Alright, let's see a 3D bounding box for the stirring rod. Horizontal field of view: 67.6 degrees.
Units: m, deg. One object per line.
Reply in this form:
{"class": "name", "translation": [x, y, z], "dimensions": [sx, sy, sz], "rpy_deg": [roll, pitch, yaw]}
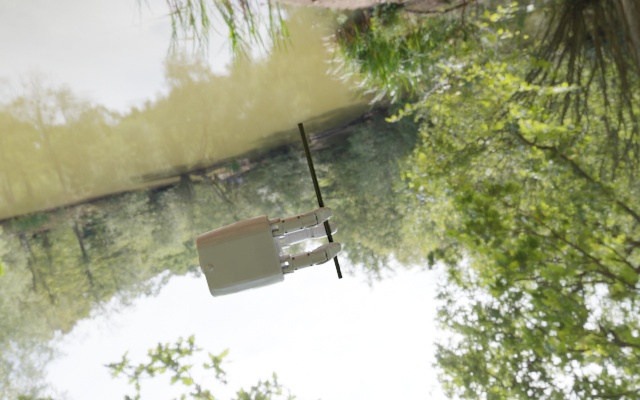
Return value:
{"class": "stirring rod", "translation": [0.000, 0.002, 0.713], "dimensions": [0.011, 0.239, 0.011], "rpy_deg": [-15, 5, 1]}
